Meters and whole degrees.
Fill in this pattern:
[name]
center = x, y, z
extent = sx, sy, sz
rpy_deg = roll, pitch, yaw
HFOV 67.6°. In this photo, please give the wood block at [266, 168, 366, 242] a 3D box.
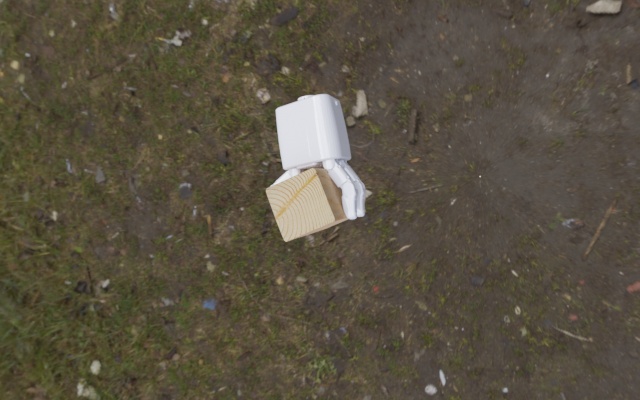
[wood block]
center = 0.000, 0.002, 0.818
extent = 0.091, 0.090, 0.206
rpy_deg = -23, -5, 18
